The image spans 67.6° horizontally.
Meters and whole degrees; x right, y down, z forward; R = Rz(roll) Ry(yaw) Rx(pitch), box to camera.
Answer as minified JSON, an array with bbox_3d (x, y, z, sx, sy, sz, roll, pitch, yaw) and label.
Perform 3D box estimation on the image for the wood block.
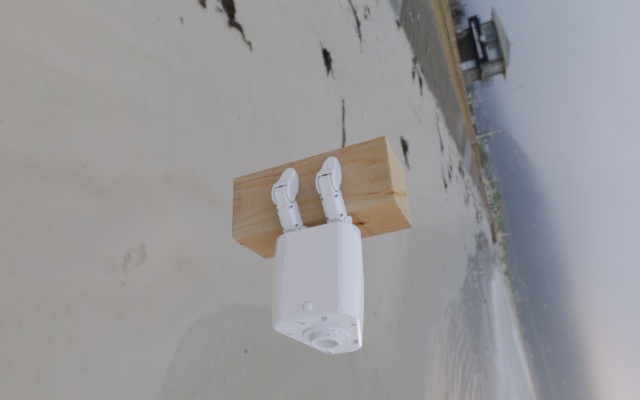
[{"bbox_3d":[0.000,0.002,0.607,0.206,0.090,0.091,-14,-28,19],"label":"wood block"}]
